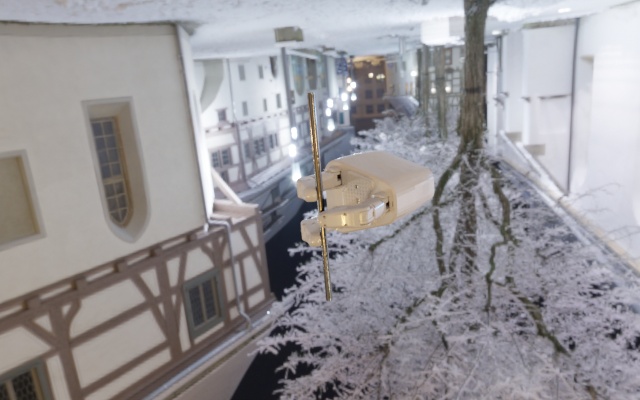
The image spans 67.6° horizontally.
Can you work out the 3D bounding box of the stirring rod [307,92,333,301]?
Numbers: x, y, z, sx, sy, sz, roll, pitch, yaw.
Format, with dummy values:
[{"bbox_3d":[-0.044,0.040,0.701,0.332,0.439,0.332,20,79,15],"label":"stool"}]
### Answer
[{"bbox_3d":[0.000,0.002,0.537,0.011,0.239,0.011,-5,15,1],"label":"stirring rod"}]
